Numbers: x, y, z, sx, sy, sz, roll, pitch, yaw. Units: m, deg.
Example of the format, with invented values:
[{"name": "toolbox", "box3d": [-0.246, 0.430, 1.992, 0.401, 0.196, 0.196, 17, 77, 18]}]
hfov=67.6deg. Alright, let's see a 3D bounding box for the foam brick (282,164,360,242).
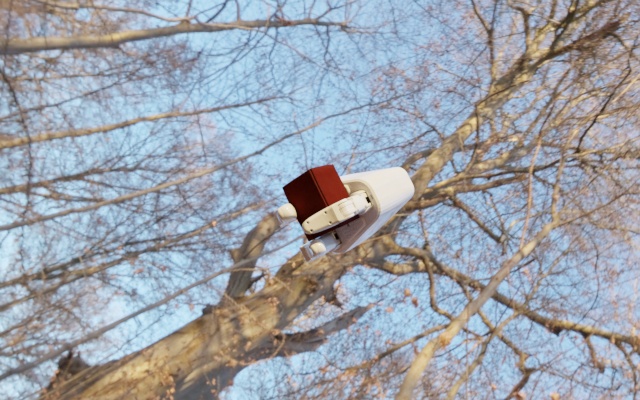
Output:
[{"name": "foam brick", "box3d": [0.000, 0.002, 0.589, 0.053, 0.078, 0.051, -28, -3, 37]}]
